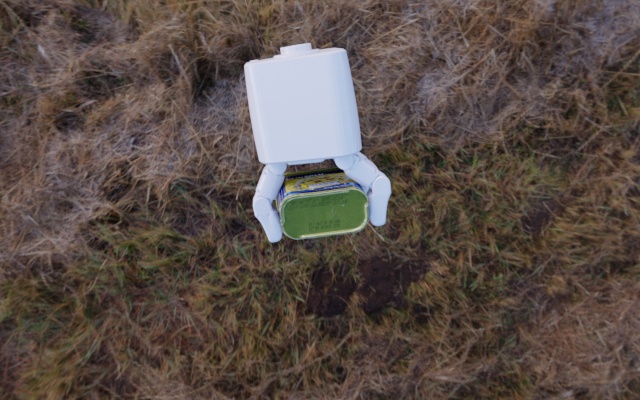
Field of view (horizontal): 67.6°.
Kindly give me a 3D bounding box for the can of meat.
[{"bbox_3d":[0.000,0.002,0.545,0.102,0.057,0.084,-8,19,-5],"label":"can of meat"}]
